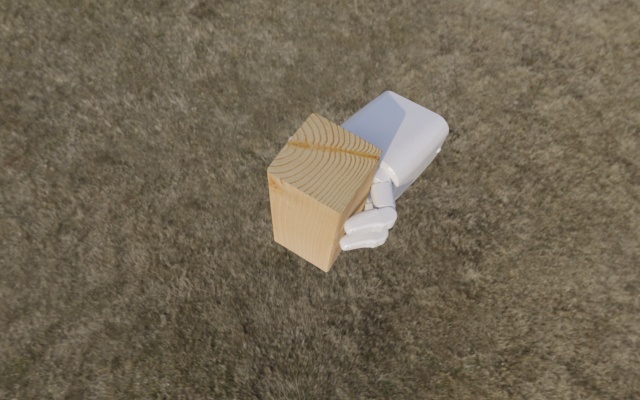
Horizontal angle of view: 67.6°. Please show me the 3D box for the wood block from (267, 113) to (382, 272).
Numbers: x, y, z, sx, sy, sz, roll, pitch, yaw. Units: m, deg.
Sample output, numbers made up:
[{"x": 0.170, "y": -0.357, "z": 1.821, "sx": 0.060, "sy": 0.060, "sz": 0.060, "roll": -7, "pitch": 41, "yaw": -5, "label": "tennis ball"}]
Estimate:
[{"x": 0.000, "y": 0.001, "z": 0.581, "sx": 0.091, "sy": 0.090, "sz": 0.206, "roll": 31, "pitch": -23, "yaw": 11, "label": "wood block"}]
